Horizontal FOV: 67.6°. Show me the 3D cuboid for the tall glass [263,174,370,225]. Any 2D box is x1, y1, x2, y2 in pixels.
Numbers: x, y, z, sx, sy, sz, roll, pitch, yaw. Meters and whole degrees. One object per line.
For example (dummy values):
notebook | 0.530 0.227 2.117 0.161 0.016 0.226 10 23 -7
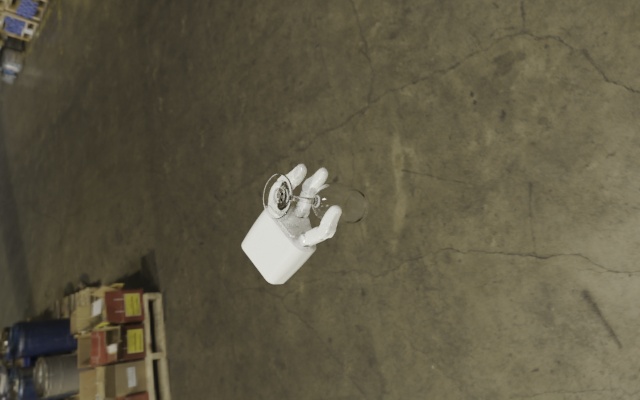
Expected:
tall glass | 0.000 0.003 0.841 0.201 0.079 0.079 8 -5 -44
